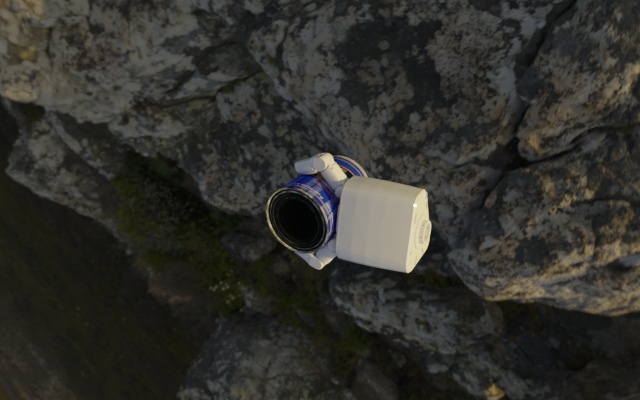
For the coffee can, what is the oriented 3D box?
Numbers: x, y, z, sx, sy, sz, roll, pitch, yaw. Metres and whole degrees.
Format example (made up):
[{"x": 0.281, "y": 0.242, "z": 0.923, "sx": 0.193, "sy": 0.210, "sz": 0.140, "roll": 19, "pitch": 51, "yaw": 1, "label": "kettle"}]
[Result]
[{"x": 0.000, "y": 0.002, "z": 0.718, "sx": 0.103, "sy": 0.103, "sz": 0.140, "roll": 0, "pitch": 23, "yaw": 33, "label": "coffee can"}]
